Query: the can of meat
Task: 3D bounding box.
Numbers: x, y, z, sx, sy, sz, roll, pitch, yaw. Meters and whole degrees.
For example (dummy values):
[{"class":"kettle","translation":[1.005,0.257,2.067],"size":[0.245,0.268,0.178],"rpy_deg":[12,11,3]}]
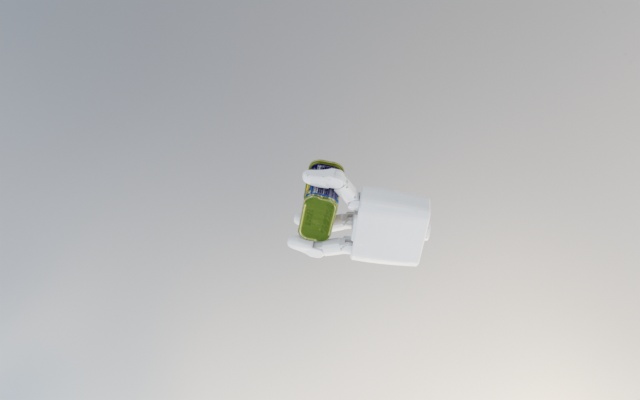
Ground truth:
[{"class":"can of meat","translation":[0.000,0.003,0.744],"size":[0.057,0.102,0.084],"rpy_deg":[11,44,-1]}]
